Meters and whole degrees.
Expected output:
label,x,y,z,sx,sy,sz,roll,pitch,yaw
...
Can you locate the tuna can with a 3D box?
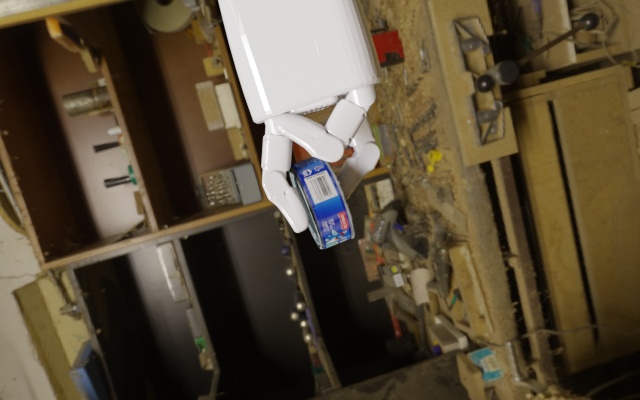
label,x,y,z,sx,sy,sz,roll,pitch,yaw
tuna can,0.000,0.002,0.448,0.034,0.086,0.086,-22,3,-7
